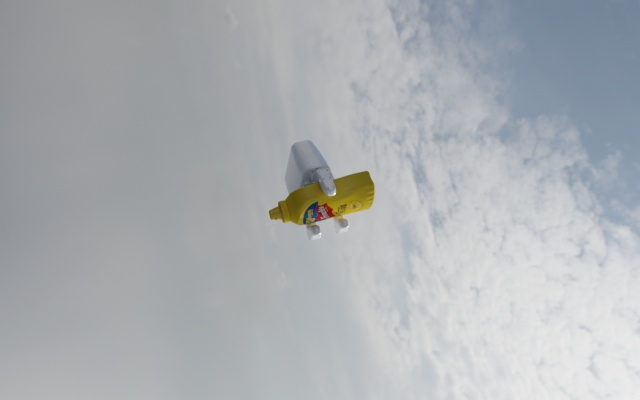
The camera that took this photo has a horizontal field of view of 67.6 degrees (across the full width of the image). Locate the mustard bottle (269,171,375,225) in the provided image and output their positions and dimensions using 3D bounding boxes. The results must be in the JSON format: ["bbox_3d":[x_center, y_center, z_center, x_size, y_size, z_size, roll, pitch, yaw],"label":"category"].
[{"bbox_3d":[0.000,0.003,0.871,0.191,0.058,0.096,-14,-26,-11],"label":"mustard bottle"}]
